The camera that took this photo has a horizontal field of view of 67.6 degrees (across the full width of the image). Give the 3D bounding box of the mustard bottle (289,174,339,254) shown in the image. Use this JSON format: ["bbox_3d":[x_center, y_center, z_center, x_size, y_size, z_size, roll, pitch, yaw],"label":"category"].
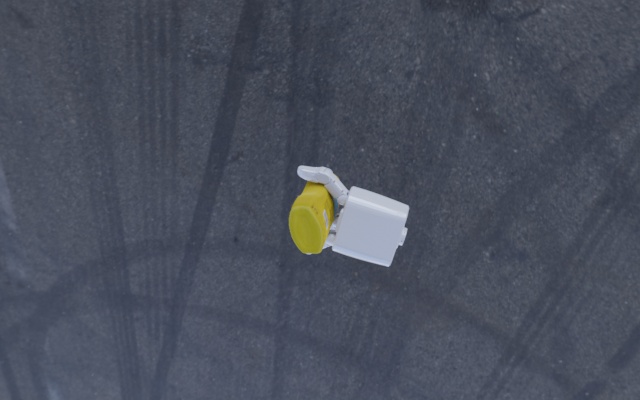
[{"bbox_3d":[0.000,0.003,0.846,0.058,0.096,0.191,-3,29,19],"label":"mustard bottle"}]
